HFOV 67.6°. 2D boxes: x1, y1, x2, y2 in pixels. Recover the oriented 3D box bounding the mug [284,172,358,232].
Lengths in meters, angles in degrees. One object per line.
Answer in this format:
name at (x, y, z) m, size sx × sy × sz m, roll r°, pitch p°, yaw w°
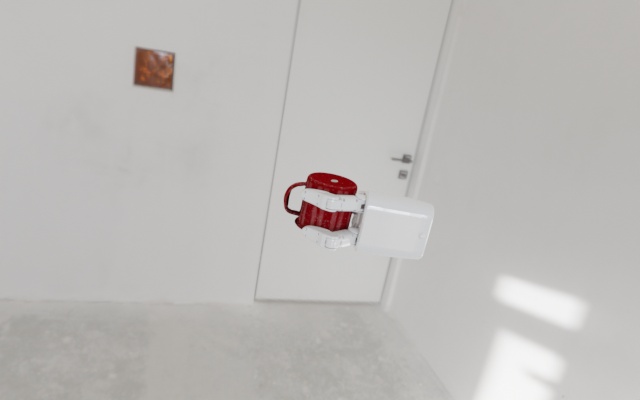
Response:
mug at (-0.001, 0.002, 0.757) m, size 0.117 × 0.081 × 0.093 m, roll 10°, pitch 17°, yaw -5°
